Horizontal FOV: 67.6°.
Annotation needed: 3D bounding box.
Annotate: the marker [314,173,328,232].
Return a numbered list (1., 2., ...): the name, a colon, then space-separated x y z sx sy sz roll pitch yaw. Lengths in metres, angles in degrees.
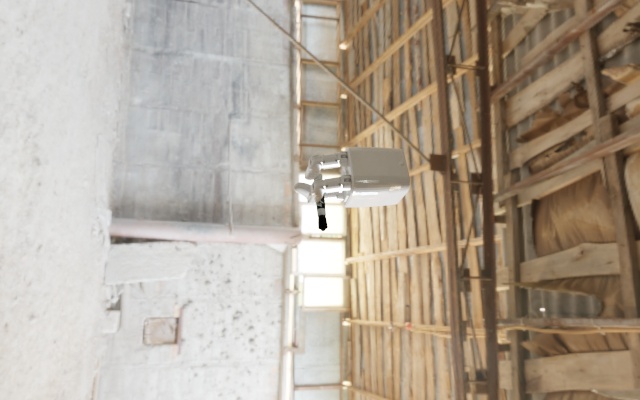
1. marker: 0.000 0.003 0.880 0.020 0.121 0.020 -4 -34 -3
